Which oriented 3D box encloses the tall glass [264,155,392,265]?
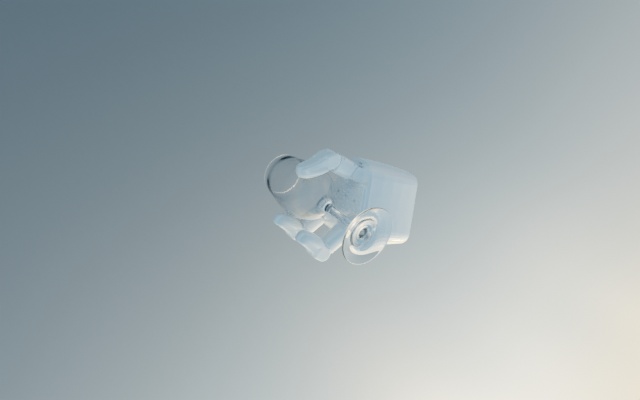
[{"bbox_3d":[0.000,0.002,0.624,0.079,0.079,0.201,0,24,-38],"label":"tall glass"}]
